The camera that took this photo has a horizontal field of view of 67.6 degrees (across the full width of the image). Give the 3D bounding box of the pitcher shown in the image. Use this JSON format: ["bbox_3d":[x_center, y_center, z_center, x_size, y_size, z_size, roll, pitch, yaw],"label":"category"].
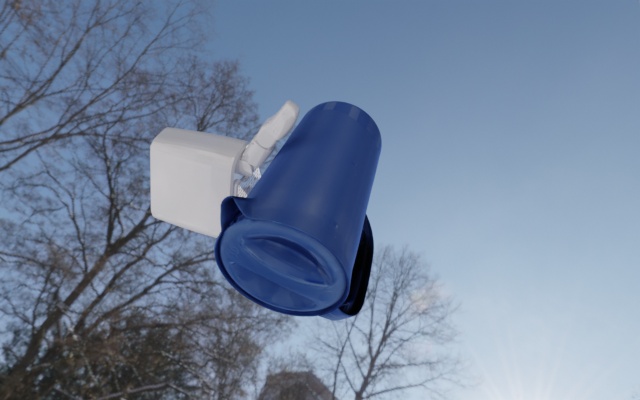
[{"bbox_3d":[0.000,0.002,0.529,0.145,0.149,0.242,13,44,10],"label":"pitcher"}]
